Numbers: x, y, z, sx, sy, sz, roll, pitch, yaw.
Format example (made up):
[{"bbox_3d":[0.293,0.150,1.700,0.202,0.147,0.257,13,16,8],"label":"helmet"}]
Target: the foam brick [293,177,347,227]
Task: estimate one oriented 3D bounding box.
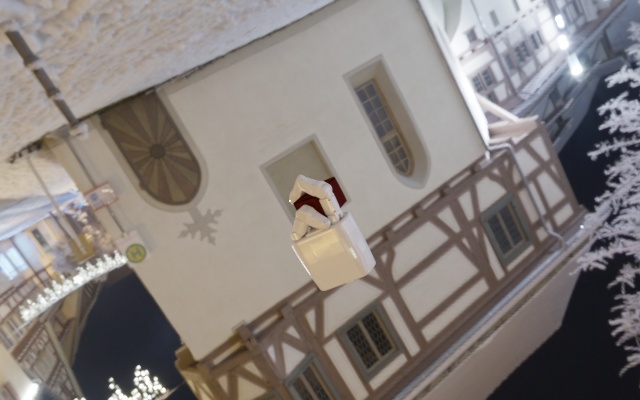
[{"bbox_3d":[0.000,0.003,0.842,0.053,0.051,0.078,-20,16,40],"label":"foam brick"}]
